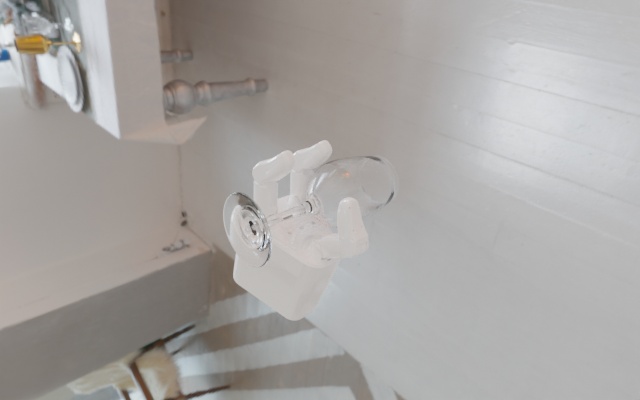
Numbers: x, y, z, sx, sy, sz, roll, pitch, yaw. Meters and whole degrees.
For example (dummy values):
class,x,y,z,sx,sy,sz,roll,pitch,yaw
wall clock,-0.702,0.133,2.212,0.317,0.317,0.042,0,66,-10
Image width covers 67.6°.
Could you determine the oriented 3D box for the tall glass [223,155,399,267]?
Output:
class,x,y,z,sx,sy,sz,roll,pitch,yaw
tall glass,0.000,0.002,0.513,0.201,0.079,0.079,-21,14,-40
